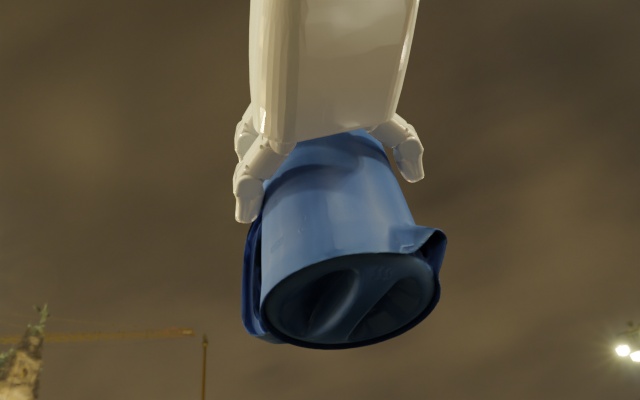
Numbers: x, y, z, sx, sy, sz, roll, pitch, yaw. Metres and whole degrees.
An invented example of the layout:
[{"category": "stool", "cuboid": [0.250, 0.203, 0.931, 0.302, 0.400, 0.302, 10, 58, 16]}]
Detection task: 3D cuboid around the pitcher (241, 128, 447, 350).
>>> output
[{"category": "pitcher", "cuboid": [0.000, 0.001, 0.429, 0.149, 0.242, 0.145, -3, -44, -8]}]
